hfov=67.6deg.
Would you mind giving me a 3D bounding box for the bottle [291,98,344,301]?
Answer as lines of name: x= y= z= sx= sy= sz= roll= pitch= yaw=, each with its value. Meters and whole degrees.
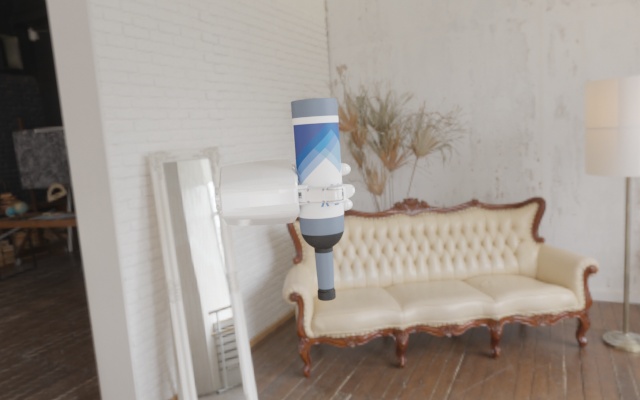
bottle: x=0.000 y=0.002 z=0.702 sx=0.069 sy=0.296 sz=0.069 roll=-4 pitch=8 yaw=1
